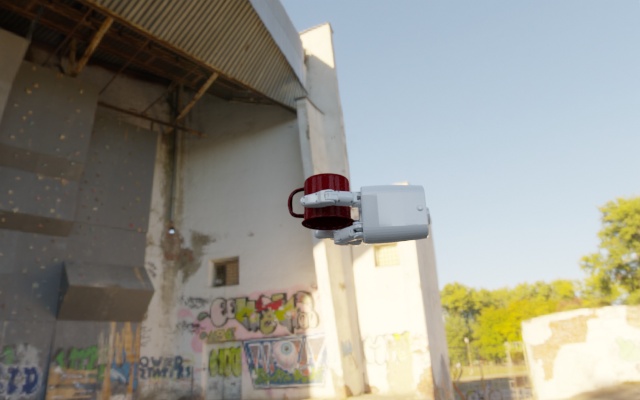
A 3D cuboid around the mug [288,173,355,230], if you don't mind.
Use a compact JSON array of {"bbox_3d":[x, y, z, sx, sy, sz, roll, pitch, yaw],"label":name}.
[{"bbox_3d":[-0.001,0.003,0.848,0.117,0.081,0.093,-3,-19,3],"label":"mug"}]
